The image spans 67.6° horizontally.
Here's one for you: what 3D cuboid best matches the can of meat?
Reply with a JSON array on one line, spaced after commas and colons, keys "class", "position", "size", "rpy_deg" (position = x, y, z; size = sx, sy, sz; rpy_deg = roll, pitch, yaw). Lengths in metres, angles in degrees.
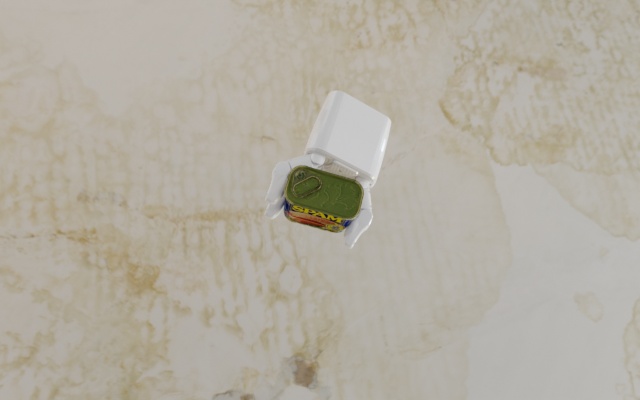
[{"class": "can of meat", "position": [0.000, 0.002, 0.656], "size": [0.102, 0.057, 0.084], "rpy_deg": [16, -20, -2]}]
